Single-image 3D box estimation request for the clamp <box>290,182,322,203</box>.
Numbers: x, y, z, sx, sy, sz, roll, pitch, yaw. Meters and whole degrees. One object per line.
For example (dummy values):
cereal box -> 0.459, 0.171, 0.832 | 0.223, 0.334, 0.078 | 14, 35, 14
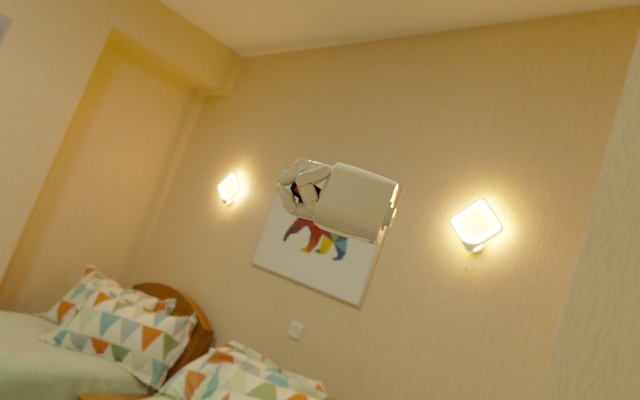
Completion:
clamp -> 0.000, 0.002, 0.868 | 0.120, 0.039, 0.171 | 18, -8, 13
